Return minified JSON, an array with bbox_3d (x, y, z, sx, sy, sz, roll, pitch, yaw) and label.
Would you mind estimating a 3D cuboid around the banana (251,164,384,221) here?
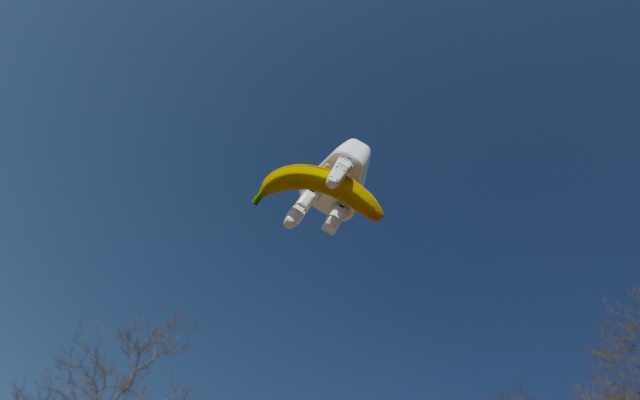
[{"bbox_3d":[-0.001,-0.016,0.708,0.198,0.069,0.037,7,12,9],"label":"banana"}]
